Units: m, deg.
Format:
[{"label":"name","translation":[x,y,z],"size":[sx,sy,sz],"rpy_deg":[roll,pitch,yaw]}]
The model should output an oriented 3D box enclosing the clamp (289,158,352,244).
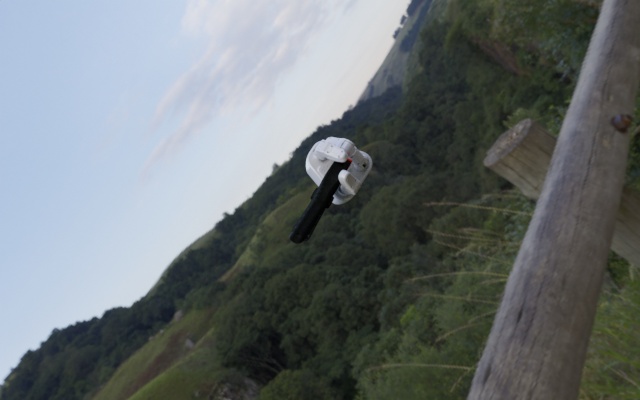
[{"label":"clamp","translation":[0.000,0.002,0.820],"size":[0.039,0.171,0.120],"rpy_deg":[33,-8,0]}]
